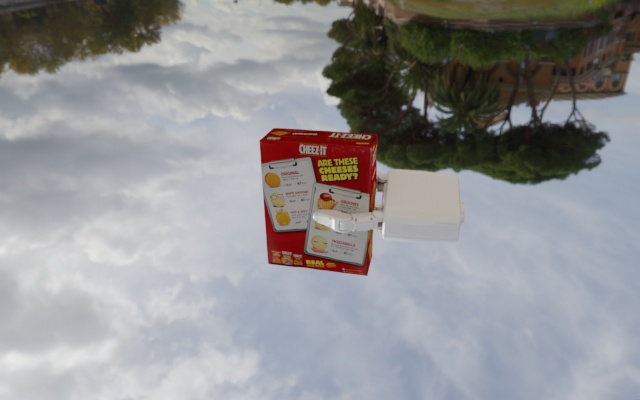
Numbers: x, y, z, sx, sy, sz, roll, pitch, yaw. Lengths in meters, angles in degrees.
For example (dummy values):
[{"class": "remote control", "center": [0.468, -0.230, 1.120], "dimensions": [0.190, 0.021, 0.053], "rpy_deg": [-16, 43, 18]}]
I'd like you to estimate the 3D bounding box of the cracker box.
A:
[{"class": "cracker box", "center": [0.000, 0.003, 0.733], "dimensions": [0.164, 0.214, 0.072], "rpy_deg": [5, 27, 12]}]
